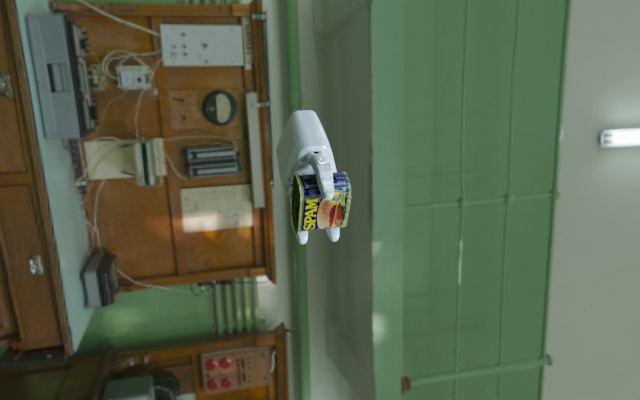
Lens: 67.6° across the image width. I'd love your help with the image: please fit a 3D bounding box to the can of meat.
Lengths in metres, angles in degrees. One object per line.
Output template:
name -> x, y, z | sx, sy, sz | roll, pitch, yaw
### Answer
can of meat -> 0.000, 0.002, 0.770 | 0.084, 0.102, 0.057 | -5, 44, -13
